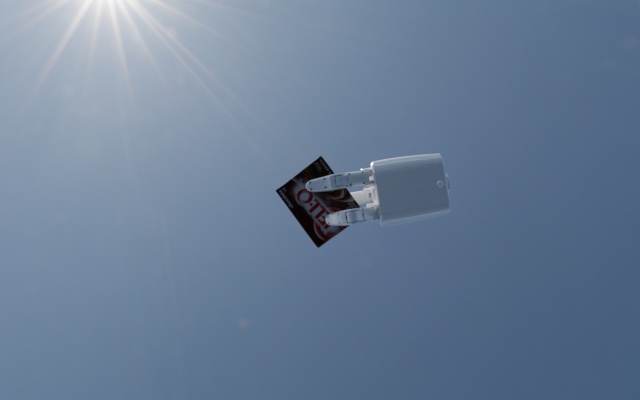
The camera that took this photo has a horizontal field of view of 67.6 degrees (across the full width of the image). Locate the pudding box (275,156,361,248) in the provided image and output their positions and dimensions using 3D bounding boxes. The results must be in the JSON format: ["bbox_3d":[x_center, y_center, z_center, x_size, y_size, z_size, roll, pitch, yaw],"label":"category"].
[{"bbox_3d":[0.000,0.002,0.740,0.090,0.113,0.039,-37,-5,4],"label":"pudding box"}]
